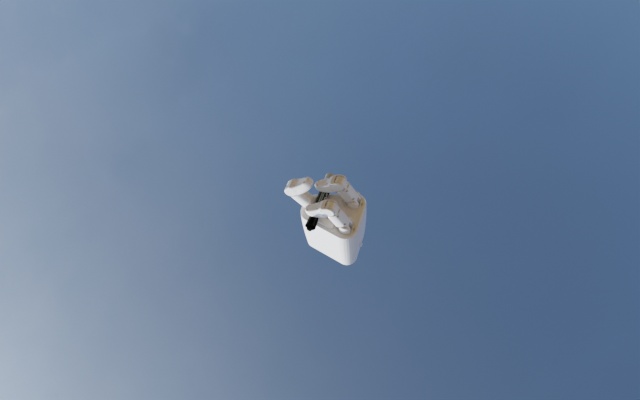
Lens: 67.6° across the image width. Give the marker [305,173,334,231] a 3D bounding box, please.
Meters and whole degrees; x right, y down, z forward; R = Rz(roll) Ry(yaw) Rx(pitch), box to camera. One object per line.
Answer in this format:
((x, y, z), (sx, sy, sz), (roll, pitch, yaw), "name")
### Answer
((0.000, 0.003, 0.839), (0.020, 0.121, 0.020), (15, -33, 10), "marker")
